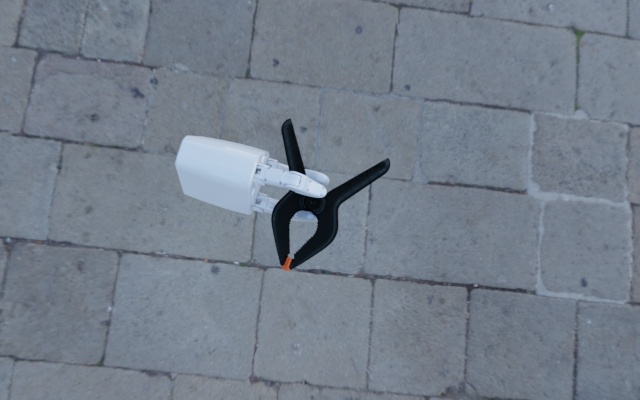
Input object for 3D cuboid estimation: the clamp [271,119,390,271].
[{"bbox_3d":[0.000,0.003,0.670,0.164,0.210,0.036,15,-9,1],"label":"clamp"}]
